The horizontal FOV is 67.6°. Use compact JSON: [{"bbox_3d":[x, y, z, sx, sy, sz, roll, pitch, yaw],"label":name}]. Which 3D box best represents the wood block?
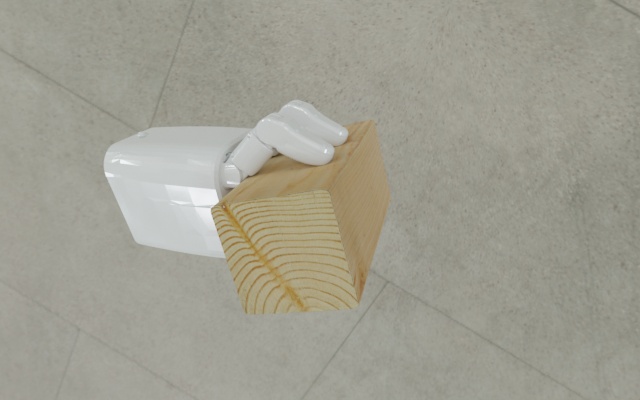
[{"bbox_3d":[0.000,0.002,0.418,0.090,0.091,0.206,-8,20,18],"label":"wood block"}]
